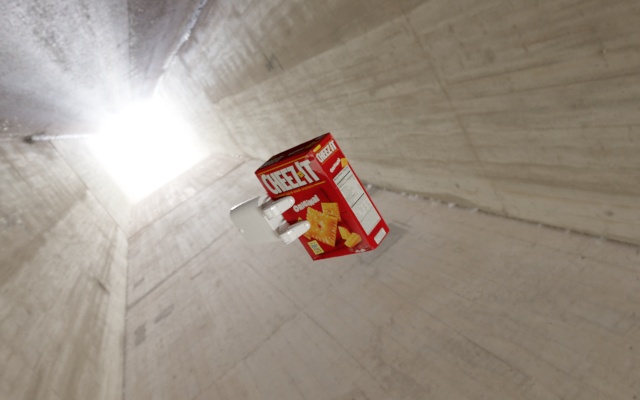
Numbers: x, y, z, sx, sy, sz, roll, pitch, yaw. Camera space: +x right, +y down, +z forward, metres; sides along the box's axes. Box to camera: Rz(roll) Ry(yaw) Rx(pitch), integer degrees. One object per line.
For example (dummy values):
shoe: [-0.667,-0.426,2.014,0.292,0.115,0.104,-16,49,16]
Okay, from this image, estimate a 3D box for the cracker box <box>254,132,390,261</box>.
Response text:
cracker box: [0.000,0.003,0.868,0.164,0.214,0.072,-16,24,45]
